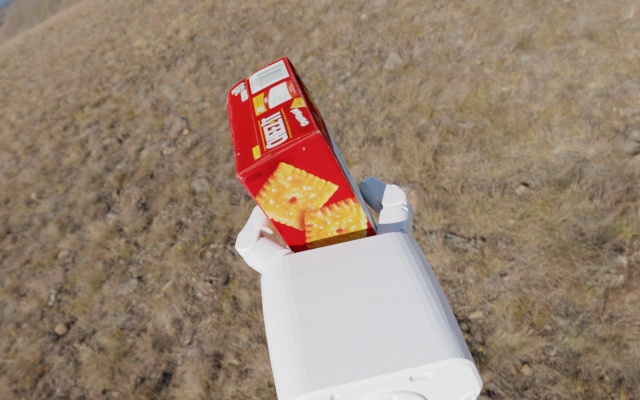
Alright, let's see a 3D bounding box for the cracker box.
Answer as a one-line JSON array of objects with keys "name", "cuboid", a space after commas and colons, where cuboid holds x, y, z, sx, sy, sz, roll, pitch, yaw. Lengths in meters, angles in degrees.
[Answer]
[{"name": "cracker box", "cuboid": [0.000, 0.001, 0.427, 0.072, 0.214, 0.164, -27, 35, 5]}]
